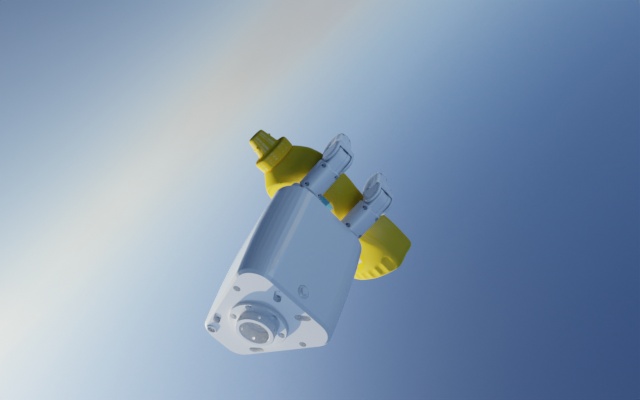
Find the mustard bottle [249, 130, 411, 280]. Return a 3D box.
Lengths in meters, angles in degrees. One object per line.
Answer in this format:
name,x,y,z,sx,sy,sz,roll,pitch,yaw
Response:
mustard bottle,0.000,0.002,0.495,0.192,0.058,0.096,45,-30,-16
